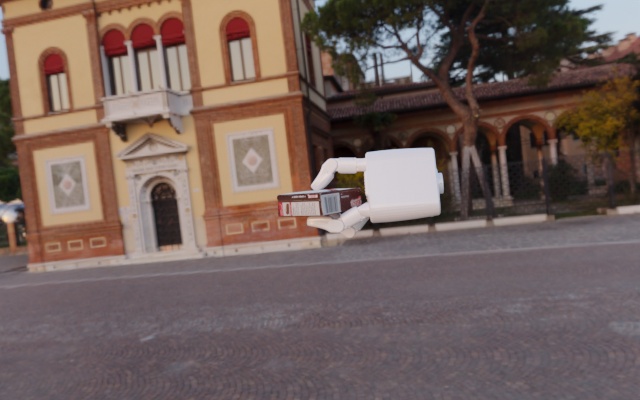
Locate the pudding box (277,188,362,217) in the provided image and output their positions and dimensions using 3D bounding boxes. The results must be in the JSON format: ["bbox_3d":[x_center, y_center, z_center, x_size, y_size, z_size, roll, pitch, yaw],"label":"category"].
[{"bbox_3d":[0.000,0.002,0.764,0.090,0.039,0.113,-3,1,37],"label":"pudding box"}]
